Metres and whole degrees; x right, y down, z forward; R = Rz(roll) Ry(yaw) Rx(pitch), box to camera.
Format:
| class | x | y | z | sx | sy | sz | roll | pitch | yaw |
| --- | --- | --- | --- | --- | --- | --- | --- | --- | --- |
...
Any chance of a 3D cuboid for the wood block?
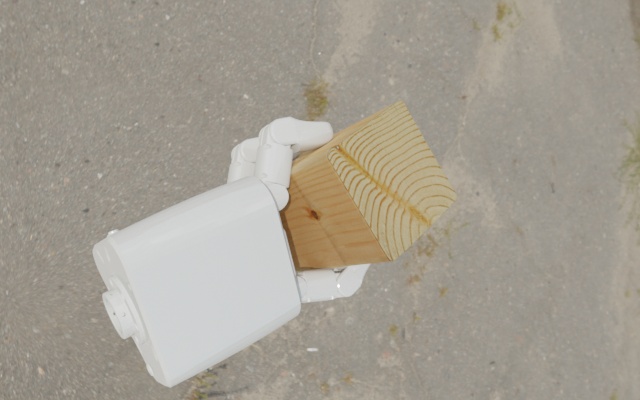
| class | x | y | z | sx | sy | sz | roll | pitch | yaw |
| --- | --- | --- | --- | --- | --- | --- | --- | --- | --- |
| wood block | 0.000 | 0.002 | 0.424 | 0.090 | 0.091 | 0.206 | -38 | 12 | -32 |
